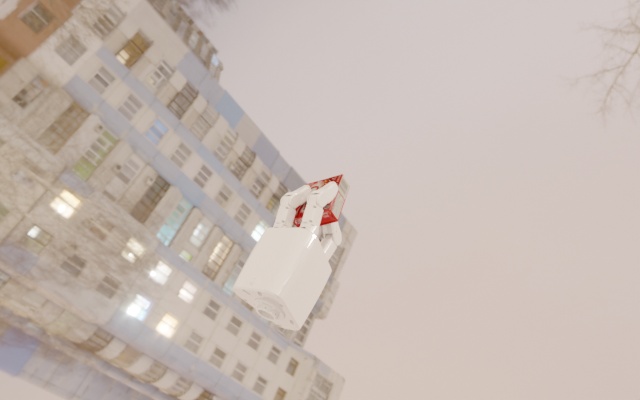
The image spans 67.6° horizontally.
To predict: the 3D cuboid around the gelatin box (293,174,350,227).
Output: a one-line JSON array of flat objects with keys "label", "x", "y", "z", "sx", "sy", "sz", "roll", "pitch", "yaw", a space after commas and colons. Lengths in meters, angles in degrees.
[{"label": "gelatin box", "x": 0.000, "y": 0.003, "z": 0.753, "sx": 0.073, "sy": 0.030, "sz": 0.089, "roll": -14, "pitch": 35, "yaw": 31}]
